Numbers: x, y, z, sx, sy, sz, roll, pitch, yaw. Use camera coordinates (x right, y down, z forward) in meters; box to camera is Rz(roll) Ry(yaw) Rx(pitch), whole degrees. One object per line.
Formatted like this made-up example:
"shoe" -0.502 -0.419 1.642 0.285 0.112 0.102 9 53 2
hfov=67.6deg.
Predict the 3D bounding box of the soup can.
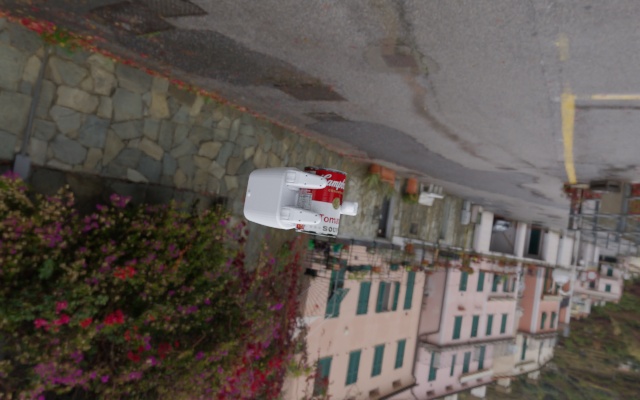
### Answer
"soup can" 0.000 0.003 0.749 0.068 0.102 0.068 9 -3 1
